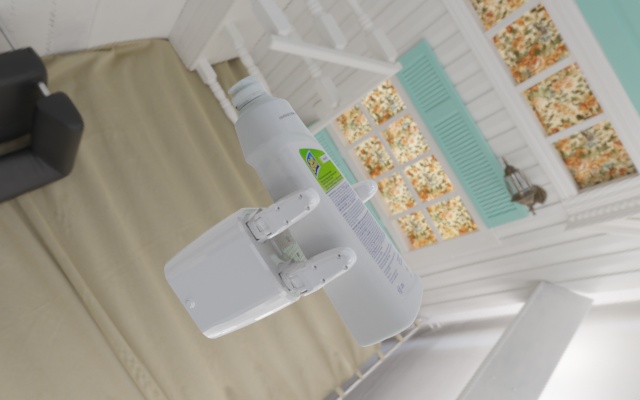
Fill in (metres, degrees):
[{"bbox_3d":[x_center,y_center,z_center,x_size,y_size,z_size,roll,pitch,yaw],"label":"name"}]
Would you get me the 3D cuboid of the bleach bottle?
[{"bbox_3d":[0.000,0.001,0.434,0.068,0.251,0.102,-31,4,20],"label":"bleach bottle"}]
